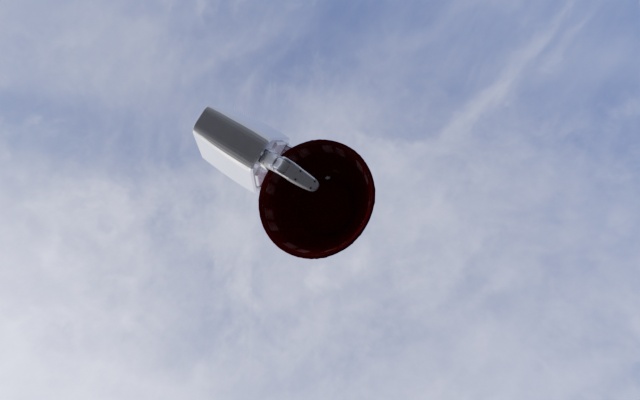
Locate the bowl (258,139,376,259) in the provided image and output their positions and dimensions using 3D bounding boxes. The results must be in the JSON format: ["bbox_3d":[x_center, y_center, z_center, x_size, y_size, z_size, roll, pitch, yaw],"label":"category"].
[{"bbox_3d":[0.001,0.003,0.646,0.162,0.162,0.055,0,-14,19],"label":"bowl"}]
